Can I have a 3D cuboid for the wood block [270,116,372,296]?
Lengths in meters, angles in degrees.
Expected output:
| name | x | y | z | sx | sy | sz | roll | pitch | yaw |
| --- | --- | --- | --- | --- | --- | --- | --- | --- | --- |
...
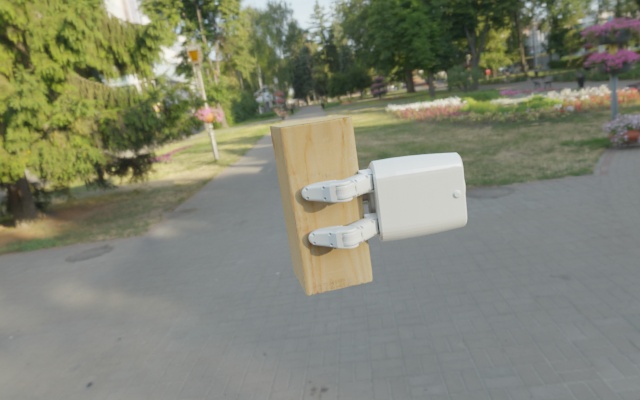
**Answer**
| name | x | y | z | sx | sy | sz | roll | pitch | yaw |
| --- | --- | --- | --- | --- | --- | --- | --- | --- | --- |
| wood block | 0.000 | 0.002 | 0.610 | 0.090 | 0.206 | 0.091 | -11 | 12 | -11 |
